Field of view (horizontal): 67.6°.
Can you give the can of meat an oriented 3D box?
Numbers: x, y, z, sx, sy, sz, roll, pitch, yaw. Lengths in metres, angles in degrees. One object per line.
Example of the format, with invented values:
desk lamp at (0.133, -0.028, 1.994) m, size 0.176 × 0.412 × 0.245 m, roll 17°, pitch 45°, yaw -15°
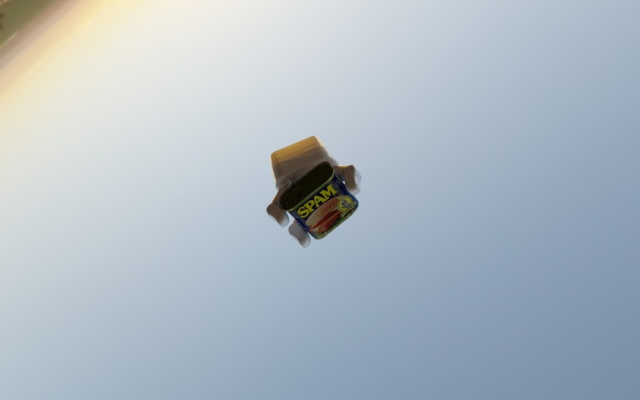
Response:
can of meat at (0.000, 0.003, 0.767) m, size 0.102 × 0.084 × 0.057 m, roll -38°, pitch 33°, yaw 6°
